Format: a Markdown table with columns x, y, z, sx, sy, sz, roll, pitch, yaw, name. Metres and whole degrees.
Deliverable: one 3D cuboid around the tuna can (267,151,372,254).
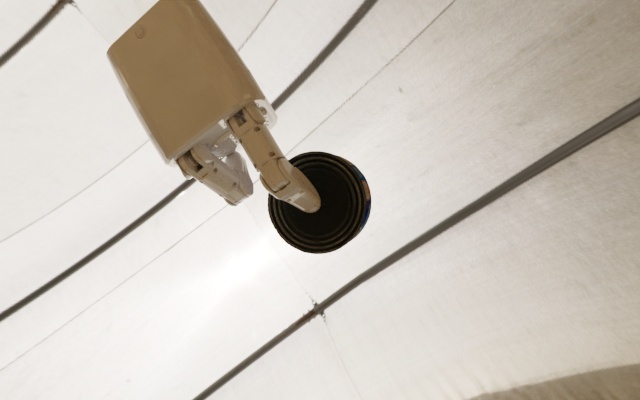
| x | y | z | sx | sy | sz | roll | pitch | yaw | name |
| --- | --- | --- | --- | --- | --- | --- | --- | --- | --- |
| 0.000 | 0.001 | 0.411 | 0.086 | 0.086 | 0.034 | 0 | 2 | 16 | tuna can |
